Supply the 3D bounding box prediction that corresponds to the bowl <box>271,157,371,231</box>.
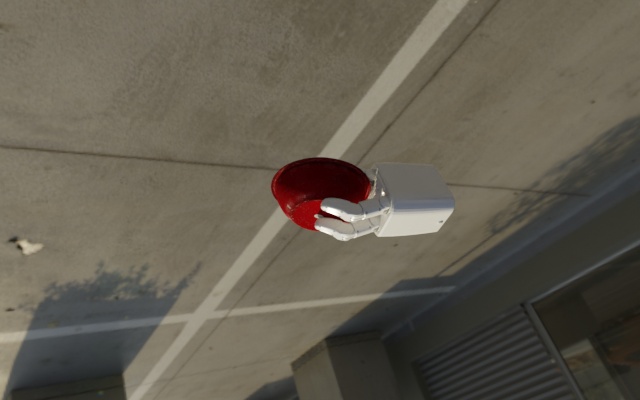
[{"bbox_3d":[-0.001,0.003,0.756,0.162,0.055,0.162,1,-34,1],"label":"bowl"}]
